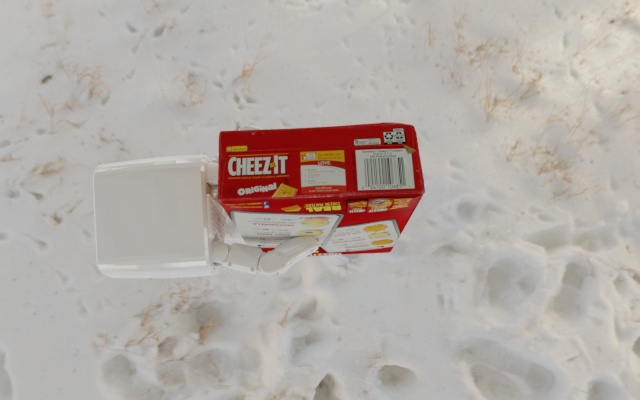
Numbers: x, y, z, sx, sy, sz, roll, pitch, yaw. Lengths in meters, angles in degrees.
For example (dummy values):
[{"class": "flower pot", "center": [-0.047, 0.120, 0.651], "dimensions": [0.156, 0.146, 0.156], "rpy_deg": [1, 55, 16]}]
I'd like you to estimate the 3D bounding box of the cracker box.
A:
[{"class": "cracker box", "center": [0.000, 0.002, 0.478], "dimensions": [0.164, 0.072, 0.214], "rpy_deg": [-3, -19, 0]}]
